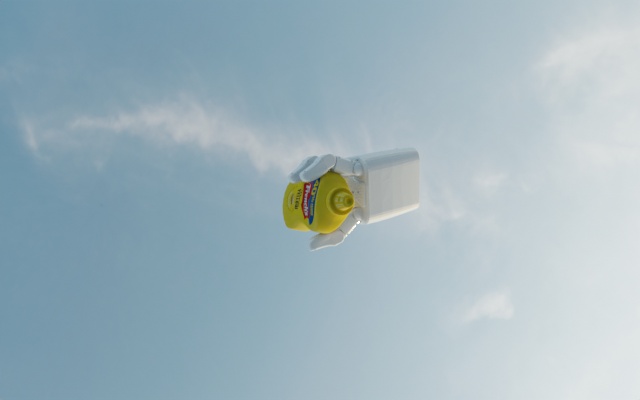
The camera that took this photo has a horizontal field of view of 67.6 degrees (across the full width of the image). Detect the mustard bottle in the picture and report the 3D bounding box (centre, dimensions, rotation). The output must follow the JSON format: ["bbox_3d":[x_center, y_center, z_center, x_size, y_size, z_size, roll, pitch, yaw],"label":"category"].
[{"bbox_3d":[0.000,0.002,0.743,0.058,0.096,0.191,14,-6,-24],"label":"mustard bottle"}]
